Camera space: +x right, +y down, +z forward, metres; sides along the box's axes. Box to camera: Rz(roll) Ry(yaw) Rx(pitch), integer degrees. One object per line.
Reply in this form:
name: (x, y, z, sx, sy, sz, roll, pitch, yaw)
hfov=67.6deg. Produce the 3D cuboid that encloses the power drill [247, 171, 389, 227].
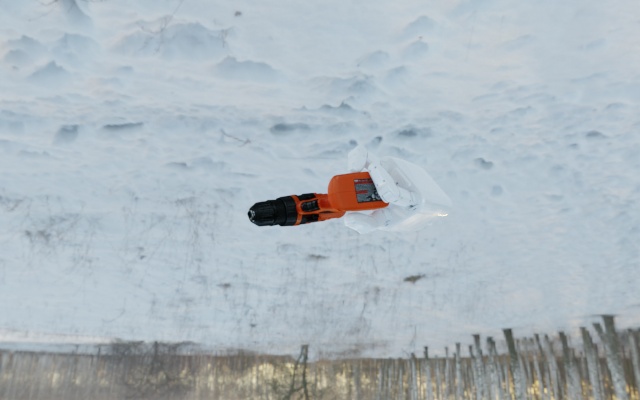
power drill: (0.001, 0.002, 0.747, 0.184, 0.057, 0.188, -8, -4, -34)
